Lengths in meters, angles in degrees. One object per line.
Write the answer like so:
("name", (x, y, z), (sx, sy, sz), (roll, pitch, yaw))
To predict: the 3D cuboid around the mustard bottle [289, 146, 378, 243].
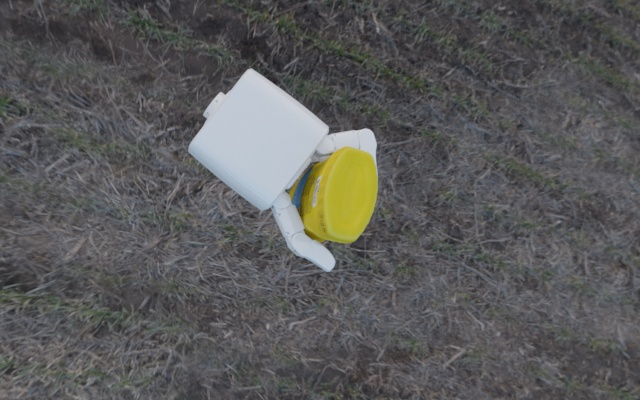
("mustard bottle", (0.000, 0.002, 0.558), (0.058, 0.096, 0.191), (13, -10, -17))
